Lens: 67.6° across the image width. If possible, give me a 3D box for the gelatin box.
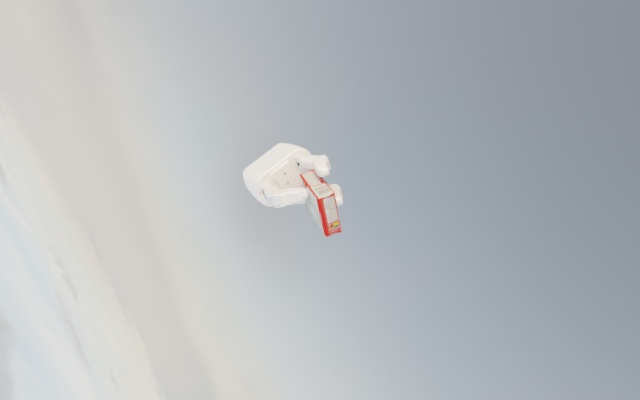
[{"bbox_3d":[0.000,0.003,0.747,0.030,0.073,0.089,-19,34,-12],"label":"gelatin box"}]
